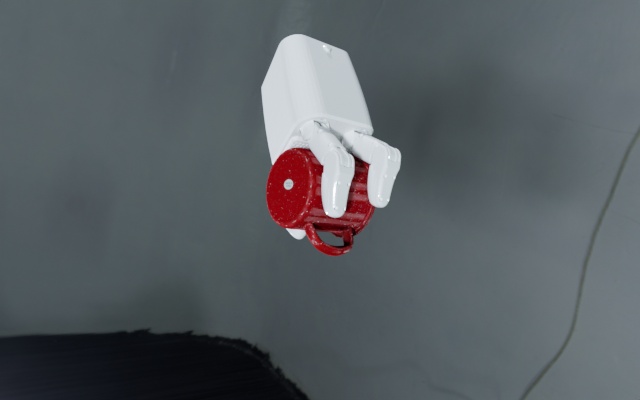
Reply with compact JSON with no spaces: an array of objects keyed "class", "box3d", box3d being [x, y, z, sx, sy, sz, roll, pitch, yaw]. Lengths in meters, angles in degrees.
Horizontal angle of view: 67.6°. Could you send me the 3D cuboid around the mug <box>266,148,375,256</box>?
[{"class":"mug","box3d":[0.000,0.003,0.489,0.081,0.117,0.093,7,-30,-39]}]
